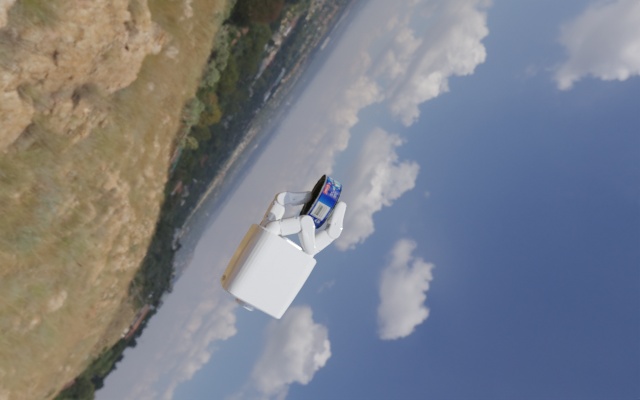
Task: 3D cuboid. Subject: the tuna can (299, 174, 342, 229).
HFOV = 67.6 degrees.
[{"bbox_3d":[0.001,0.003,0.775,0.034,0.086,0.086,30,-6,-10],"label":"tuna can"}]
